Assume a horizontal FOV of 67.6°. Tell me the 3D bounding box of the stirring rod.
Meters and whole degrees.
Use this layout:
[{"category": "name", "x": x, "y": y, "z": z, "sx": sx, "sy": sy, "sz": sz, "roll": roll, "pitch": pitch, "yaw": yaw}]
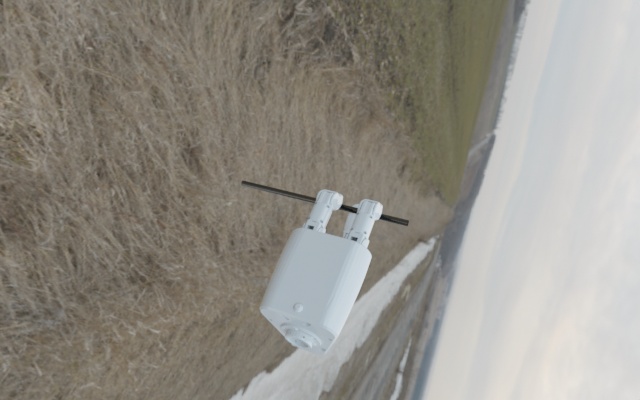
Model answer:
[{"category": "stirring rod", "x": 0.000, "y": 0.002, "z": 0.644, "sx": 0.239, "sy": 0.011, "sz": 0.011, "roll": 14, "pitch": 4, "yaw": 18}]
